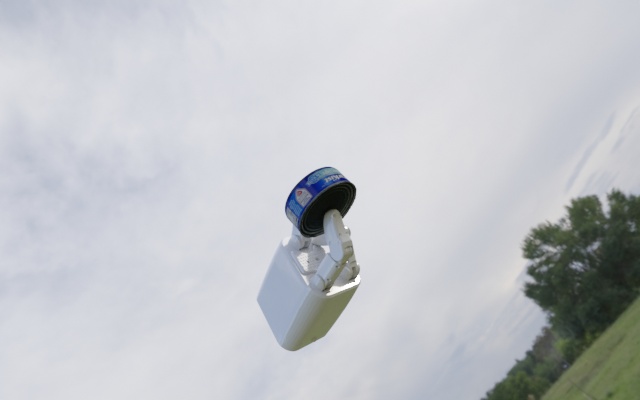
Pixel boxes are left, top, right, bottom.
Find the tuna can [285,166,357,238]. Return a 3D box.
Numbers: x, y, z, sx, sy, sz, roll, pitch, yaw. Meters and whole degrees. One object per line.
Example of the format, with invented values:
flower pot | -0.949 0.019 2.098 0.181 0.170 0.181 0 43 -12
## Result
tuna can | 0.000 0.001 0.569 0.086 0.086 0.033 0 39 -52
